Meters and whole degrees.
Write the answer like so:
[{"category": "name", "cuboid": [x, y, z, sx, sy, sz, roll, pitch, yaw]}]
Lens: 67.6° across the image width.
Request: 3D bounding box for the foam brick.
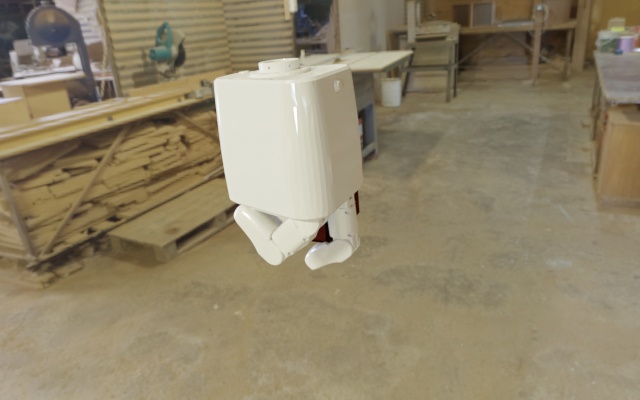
[{"category": "foam brick", "cuboid": [0.000, 0.002, 0.476, 0.053, 0.051, 0.078, 4, 23, 26]}]
